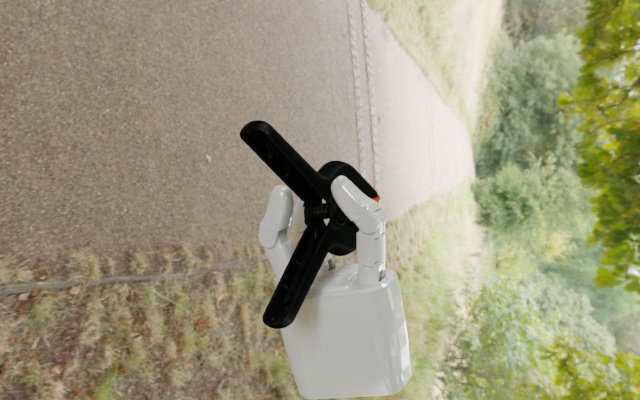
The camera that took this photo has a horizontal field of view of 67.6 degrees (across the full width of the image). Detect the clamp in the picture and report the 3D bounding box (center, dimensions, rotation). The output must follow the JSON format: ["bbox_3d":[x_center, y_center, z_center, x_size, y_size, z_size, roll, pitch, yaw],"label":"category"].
[{"bbox_3d":[0.001,0.002,0.447,0.036,0.164,0.210,-3,11,31],"label":"clamp"}]
